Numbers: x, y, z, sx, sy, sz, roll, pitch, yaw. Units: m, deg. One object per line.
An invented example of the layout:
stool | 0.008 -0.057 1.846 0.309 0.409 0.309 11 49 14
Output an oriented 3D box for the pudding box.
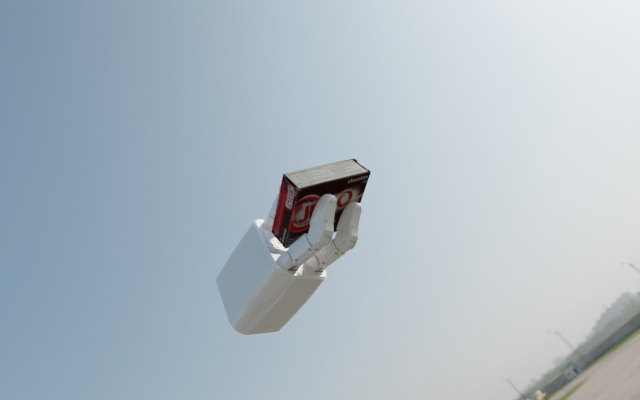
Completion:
pudding box | 0.000 0.002 0.585 0.113 0.090 0.039 -18 48 -37
